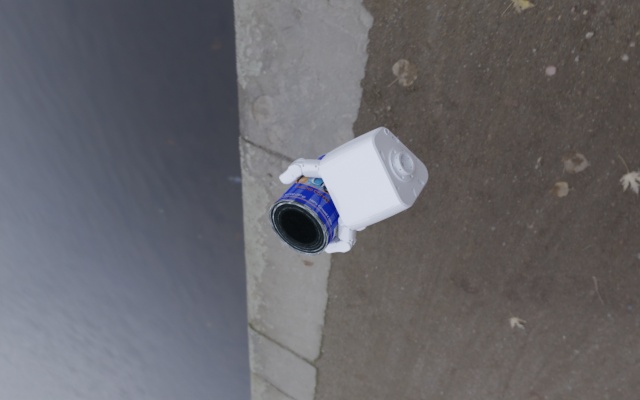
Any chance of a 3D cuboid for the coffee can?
[{"bbox_3d":[0.000,0.002,0.748,0.103,0.103,0.140,0,34,36],"label":"coffee can"}]
